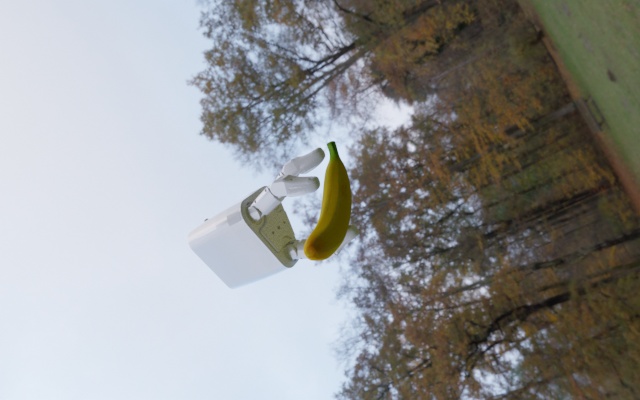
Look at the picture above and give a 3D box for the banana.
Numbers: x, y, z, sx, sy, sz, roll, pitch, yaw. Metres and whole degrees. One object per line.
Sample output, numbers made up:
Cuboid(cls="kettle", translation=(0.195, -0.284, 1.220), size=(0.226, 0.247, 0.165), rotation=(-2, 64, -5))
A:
Cuboid(cls="banana", translation=(0.010, 0.012, 0.579), size=(0.037, 0.197, 0.070), rotation=(-22, -54, 25))
